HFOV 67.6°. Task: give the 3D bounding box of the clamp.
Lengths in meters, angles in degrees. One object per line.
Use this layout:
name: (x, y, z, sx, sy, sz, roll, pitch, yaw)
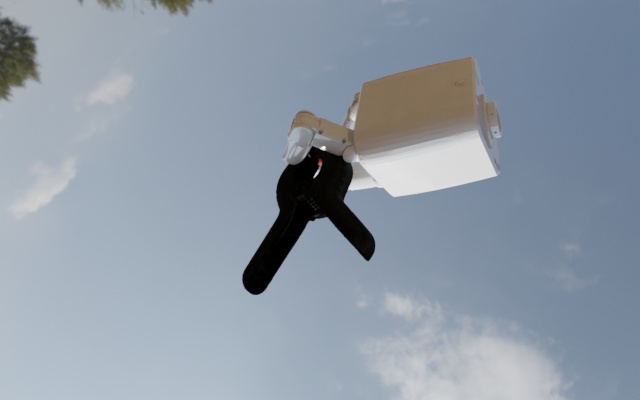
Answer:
clamp: (0.000, 0.002, 0.424, 0.120, 0.171, 0.039, -9, -42, 26)
